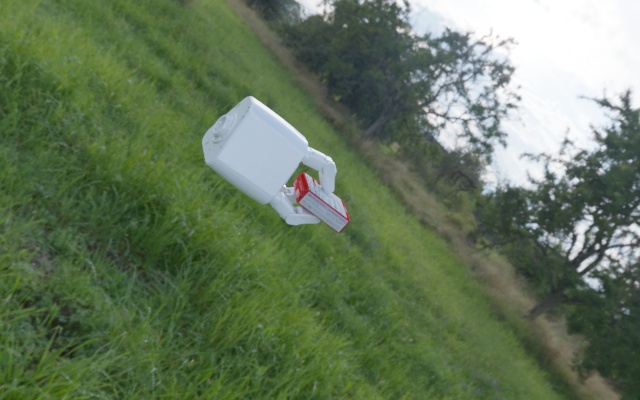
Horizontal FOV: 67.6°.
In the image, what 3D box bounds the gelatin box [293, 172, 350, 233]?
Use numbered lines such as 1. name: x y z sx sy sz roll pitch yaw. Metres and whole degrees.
1. gelatin box: 0.001 0.002 0.740 0.089 0.030 0.073 36 15 -21
